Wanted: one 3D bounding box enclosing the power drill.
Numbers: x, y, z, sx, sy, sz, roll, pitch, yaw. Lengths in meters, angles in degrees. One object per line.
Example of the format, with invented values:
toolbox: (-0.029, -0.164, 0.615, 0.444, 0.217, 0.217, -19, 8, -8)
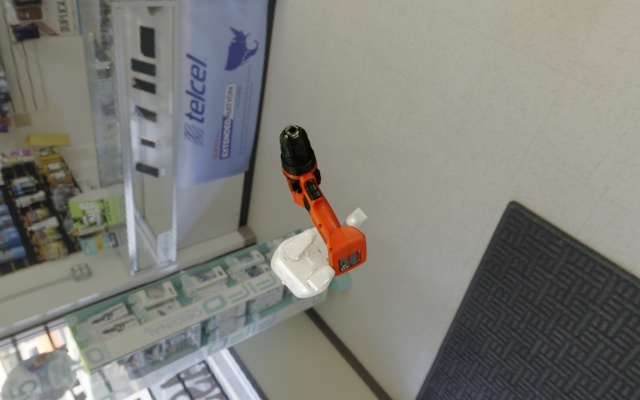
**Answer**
power drill: (0.000, 0.003, 0.686, 0.057, 0.187, 0.184, -25, -29, -6)
